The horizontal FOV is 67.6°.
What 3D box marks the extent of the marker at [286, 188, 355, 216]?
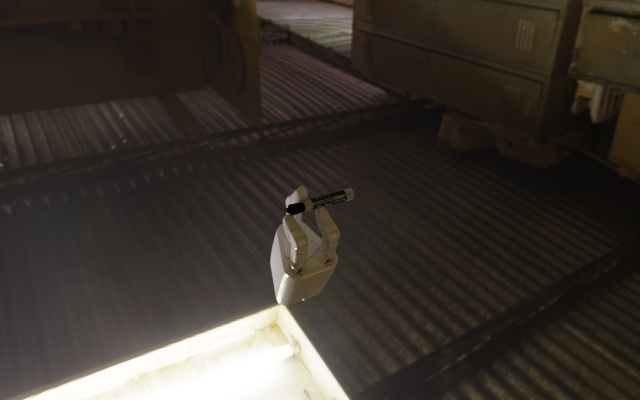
[{"bbox_3d":[0.000,0.002,0.767,0.121,0.020,0.020,-15,7,-27],"label":"marker"}]
